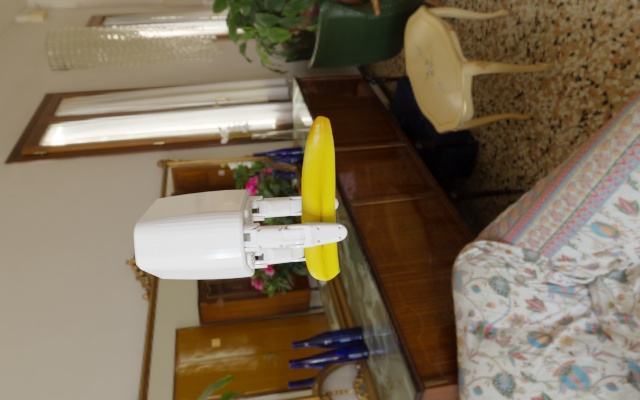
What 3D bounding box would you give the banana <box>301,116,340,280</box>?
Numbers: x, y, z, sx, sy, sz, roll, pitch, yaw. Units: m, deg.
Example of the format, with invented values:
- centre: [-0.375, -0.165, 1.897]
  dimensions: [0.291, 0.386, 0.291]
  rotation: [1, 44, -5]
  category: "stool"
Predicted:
- centre: [-0.001, 0.013, 0.513]
  dimensions: [0.037, 0.198, 0.069]
  rotation: [-1, 26, 4]
  category: "banana"
